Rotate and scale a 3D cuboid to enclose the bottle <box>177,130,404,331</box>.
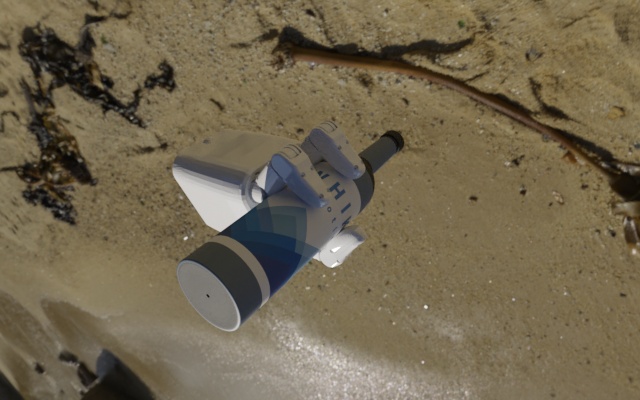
[{"bbox_3d":[0.000,0.002,0.454,0.069,0.069,0.295,0,29,41],"label":"bottle"}]
